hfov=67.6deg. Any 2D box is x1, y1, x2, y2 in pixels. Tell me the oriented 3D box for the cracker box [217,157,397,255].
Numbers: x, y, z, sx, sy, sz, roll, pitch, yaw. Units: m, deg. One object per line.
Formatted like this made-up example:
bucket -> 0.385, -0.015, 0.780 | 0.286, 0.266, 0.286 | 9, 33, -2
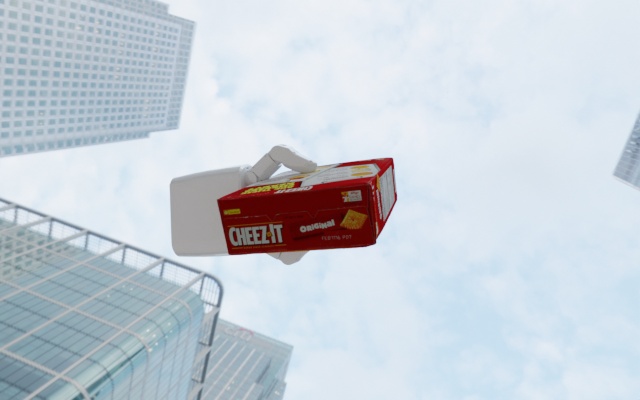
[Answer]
cracker box -> 0.000, 0.002, 0.577 | 0.164, 0.072, 0.213 | -6, 10, 16
